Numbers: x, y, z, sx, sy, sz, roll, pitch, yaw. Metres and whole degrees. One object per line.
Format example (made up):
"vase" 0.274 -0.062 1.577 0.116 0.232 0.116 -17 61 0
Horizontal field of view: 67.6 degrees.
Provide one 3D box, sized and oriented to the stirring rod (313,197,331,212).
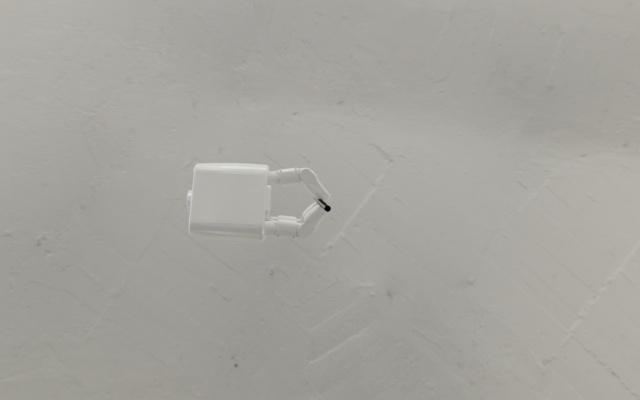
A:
"stirring rod" 0.000 0.002 0.695 0.011 0.011 0.239 0 4 -4
